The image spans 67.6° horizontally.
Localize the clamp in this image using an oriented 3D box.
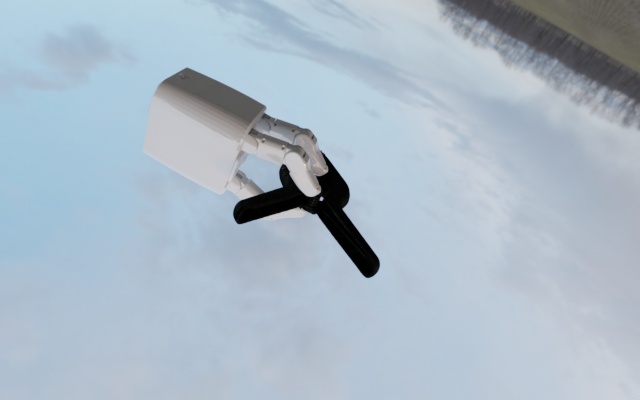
[{"bbox_3d":[0.000,0.002,0.568,0.164,0.036,0.210,28,29,-6],"label":"clamp"}]
